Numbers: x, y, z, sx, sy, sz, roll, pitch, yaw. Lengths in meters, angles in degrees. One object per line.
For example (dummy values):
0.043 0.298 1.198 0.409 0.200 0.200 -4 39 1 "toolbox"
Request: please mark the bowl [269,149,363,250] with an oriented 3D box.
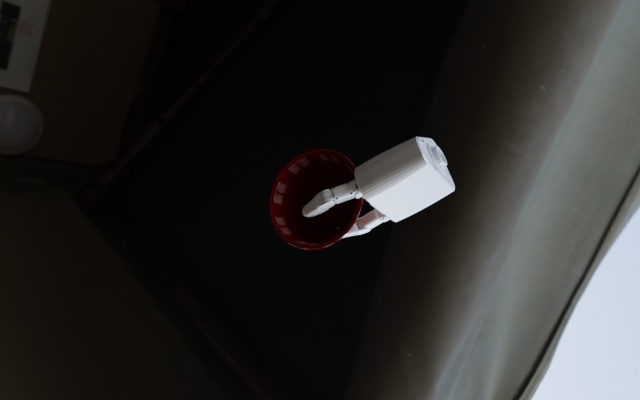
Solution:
-0.001 0.003 0.764 0.162 0.162 0.055 0 -14 25 "bowl"
